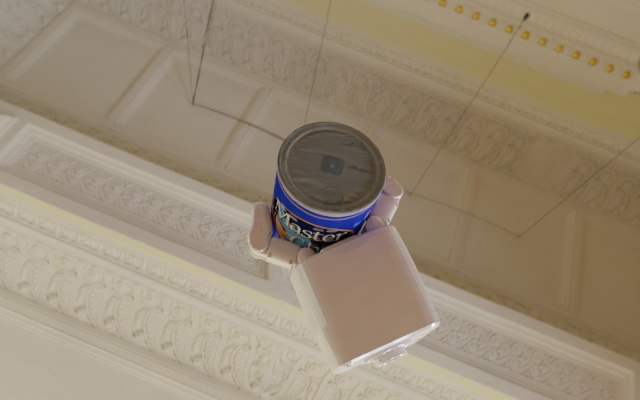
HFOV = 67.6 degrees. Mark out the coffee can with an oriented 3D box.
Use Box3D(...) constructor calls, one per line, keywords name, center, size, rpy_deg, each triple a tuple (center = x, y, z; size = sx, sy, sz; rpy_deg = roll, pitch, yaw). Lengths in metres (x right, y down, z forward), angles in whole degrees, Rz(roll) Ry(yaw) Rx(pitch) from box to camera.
Box3D(name="coffee can", center=(0.000, 0.001, 0.499), size=(0.103, 0.102, 0.140), rpy_deg=(0, -30, -11))
